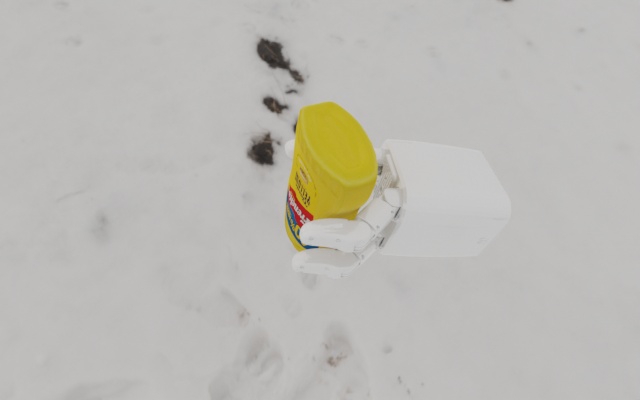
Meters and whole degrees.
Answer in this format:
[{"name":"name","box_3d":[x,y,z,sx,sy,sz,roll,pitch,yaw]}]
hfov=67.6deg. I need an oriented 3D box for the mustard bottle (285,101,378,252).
[{"name":"mustard bottle","box_3d":[0.000,0.001,0.474,0.058,0.096,0.192,-17,-29,-21]}]
